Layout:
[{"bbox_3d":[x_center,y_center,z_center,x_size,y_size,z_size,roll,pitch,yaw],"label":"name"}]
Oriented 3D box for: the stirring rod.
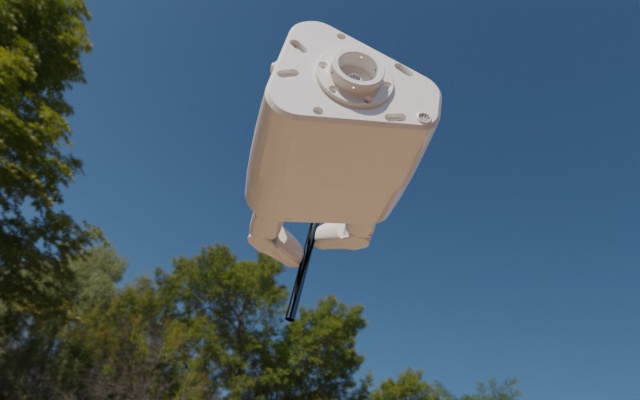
[{"bbox_3d":[0.000,0.002,0.454,0.011,0.239,0.011,10,-36,7],"label":"stirring rod"}]
